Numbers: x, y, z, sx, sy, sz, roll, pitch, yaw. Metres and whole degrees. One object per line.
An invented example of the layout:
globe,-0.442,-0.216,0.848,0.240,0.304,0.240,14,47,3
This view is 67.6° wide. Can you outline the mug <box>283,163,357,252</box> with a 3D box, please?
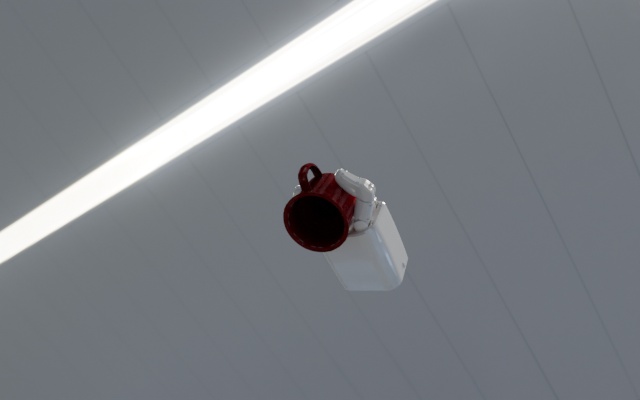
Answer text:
mug,0.000,0.001,0.669,0.093,0.117,0.081,-16,21,26
